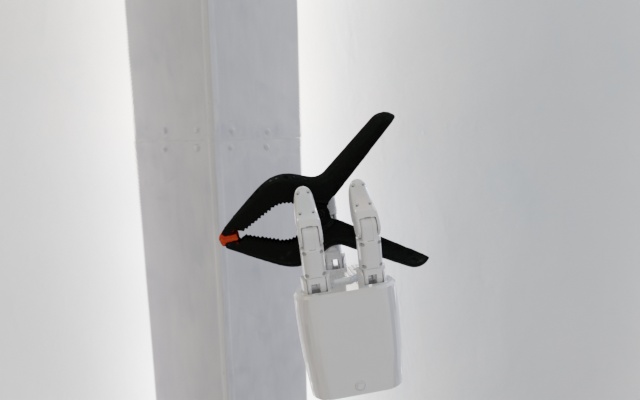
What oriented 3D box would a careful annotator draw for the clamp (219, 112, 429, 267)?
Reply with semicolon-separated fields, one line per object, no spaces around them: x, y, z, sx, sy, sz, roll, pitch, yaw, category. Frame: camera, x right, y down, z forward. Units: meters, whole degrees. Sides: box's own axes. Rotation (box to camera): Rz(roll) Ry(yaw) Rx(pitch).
-0.001;0.002;0.487;0.210;0.164;0.036;-8;4;-6;clamp
